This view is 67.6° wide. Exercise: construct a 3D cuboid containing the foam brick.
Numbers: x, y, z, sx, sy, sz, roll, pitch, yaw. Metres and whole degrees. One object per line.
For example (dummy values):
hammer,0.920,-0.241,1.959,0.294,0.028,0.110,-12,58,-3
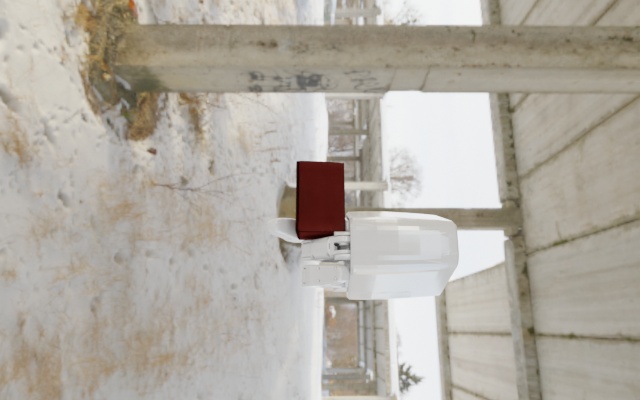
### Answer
foam brick,0.000,0.001,0.519,0.051,0.078,0.053,0,-14,1
